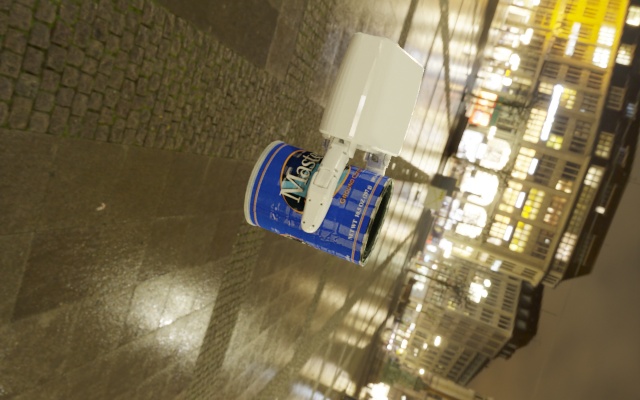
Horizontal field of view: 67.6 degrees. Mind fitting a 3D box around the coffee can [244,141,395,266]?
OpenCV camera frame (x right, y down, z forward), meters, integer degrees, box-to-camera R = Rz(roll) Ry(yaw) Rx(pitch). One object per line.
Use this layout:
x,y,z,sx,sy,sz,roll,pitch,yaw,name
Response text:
0.000,0.002,0.538,0.140,0.103,0.103,19,5,14,coffee can
